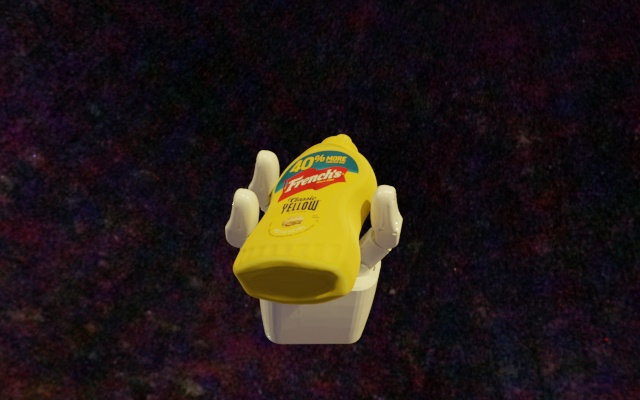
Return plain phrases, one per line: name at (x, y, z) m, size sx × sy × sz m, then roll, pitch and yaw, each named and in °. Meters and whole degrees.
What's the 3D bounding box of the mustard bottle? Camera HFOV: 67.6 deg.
mustard bottle at (0.000, 0.001, 0.427) m, size 0.096 × 0.058 × 0.191 m, roll -7°, pitch 38°, yaw 25°
